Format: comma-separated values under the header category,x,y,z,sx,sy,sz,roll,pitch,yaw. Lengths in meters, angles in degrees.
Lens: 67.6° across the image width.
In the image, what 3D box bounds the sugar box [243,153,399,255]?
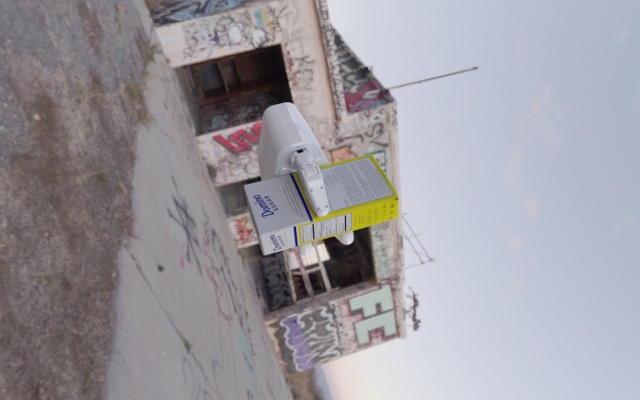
category,x,y,z,sx,sy,sz,roll,pitch,yaw
sugar box,0.000,0.002,0.600,0.176,0.048,0.093,-16,45,-9
